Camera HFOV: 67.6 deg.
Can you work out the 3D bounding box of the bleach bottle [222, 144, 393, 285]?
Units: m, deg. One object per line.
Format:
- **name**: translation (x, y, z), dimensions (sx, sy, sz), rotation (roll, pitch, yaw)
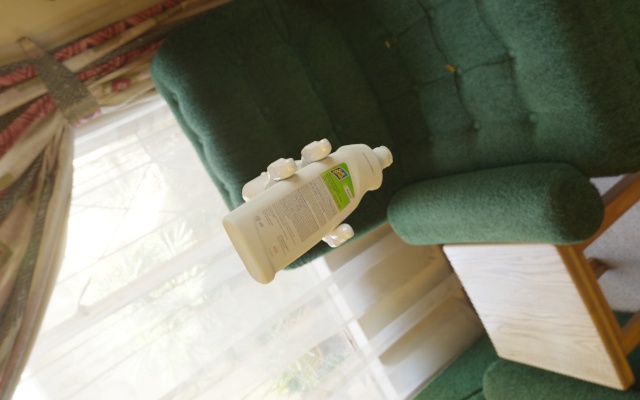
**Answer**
- **bleach bottle**: translation (0.000, 0.002, 0.640), dimensions (0.251, 0.102, 0.068), rotation (-32, 14, -23)
